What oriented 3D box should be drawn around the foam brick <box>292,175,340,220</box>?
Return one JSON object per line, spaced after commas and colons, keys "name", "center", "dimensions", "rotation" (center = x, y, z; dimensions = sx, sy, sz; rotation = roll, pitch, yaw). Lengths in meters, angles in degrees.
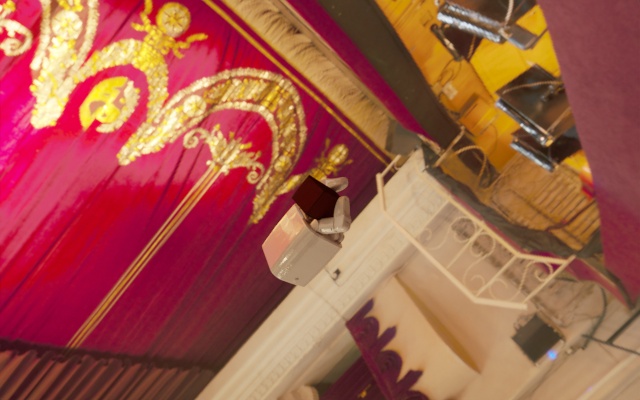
{"name": "foam brick", "center": [0.000, 0.002, 0.820], "dimensions": [0.078, 0.051, 0.053], "rotation": [31, 14, -46]}
